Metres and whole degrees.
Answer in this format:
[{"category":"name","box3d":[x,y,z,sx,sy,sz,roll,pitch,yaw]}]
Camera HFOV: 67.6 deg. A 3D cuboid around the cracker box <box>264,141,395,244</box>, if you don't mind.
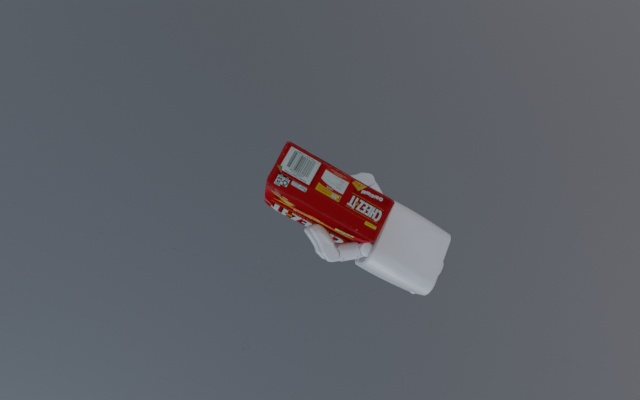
[{"category":"cracker box","box3d":[0.000,0.002,0.717,0.164,0.072,0.214,29,-10,-3]}]
